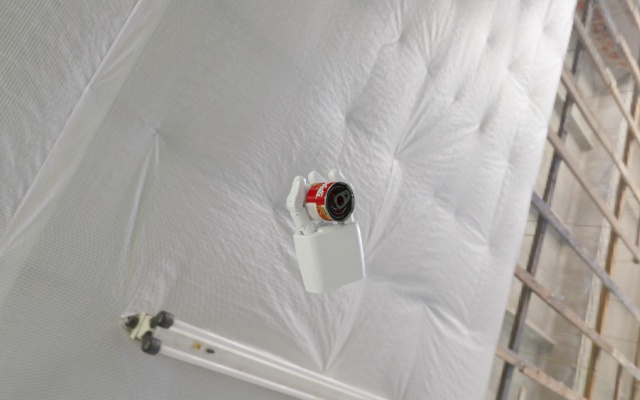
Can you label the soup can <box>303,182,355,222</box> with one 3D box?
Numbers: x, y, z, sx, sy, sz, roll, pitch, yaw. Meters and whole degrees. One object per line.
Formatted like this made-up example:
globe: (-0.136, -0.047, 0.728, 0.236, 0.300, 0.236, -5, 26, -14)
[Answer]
soup can: (0.000, 0.002, 0.828, 0.068, 0.068, 0.102, 0, 0, -42)
